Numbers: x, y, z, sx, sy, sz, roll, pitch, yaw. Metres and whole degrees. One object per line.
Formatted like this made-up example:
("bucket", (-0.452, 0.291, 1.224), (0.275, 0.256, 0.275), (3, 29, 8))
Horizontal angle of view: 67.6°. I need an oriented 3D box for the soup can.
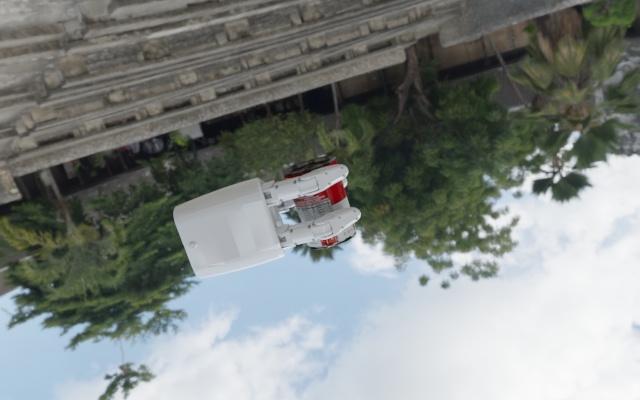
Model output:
("soup can", (0.001, 0.002, 0.599), (0.068, 0.102, 0.068), (-16, 13, 4))
